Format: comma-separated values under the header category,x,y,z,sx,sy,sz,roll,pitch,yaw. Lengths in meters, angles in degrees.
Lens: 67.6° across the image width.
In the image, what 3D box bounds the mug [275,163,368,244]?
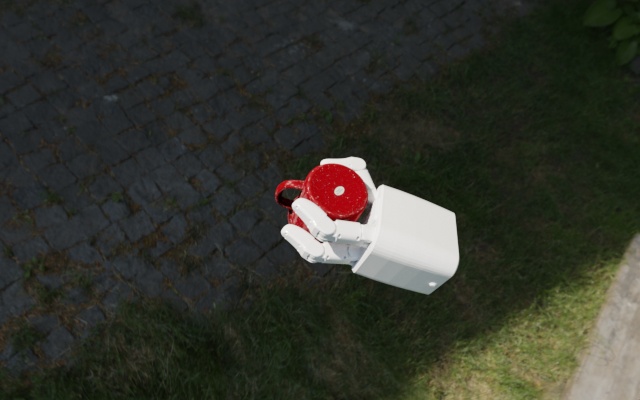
category,x,y,z,sx,sy,sz,roll,pitch,yaw
mug,-0.001,0.001,0.613,0.117,0.093,0.081,19,-35,-6
